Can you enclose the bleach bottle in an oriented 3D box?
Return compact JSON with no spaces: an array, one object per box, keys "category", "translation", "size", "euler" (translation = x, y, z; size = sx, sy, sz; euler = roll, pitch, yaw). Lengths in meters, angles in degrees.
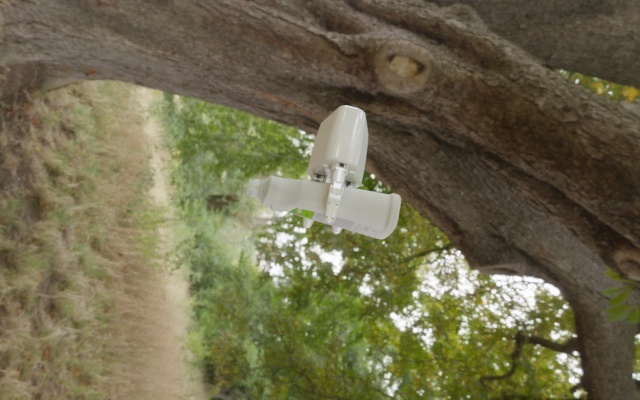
[{"category":"bleach bottle","translation":[0.000,0.003,0.809],"size":[0.251,0.068,0.103],"euler":[14,-20,-4]}]
